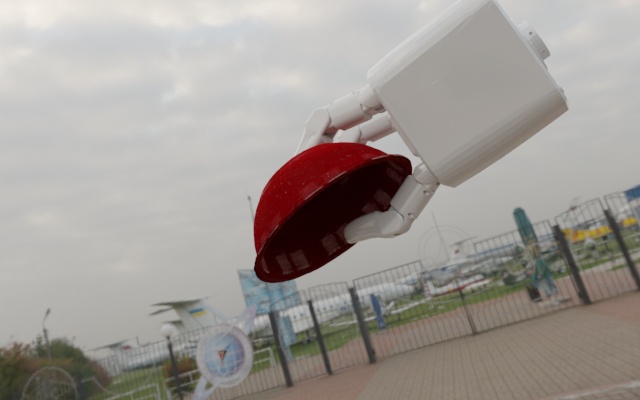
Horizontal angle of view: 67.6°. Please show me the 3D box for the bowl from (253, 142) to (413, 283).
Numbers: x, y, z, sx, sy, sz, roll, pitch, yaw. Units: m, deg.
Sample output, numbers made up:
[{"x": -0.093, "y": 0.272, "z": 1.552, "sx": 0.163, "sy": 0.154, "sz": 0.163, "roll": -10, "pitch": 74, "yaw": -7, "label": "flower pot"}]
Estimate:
[{"x": -0.001, "y": 0.002, "z": 0.417, "sx": 0.162, "sy": 0.055, "sz": 0.162, "roll": -31, "pitch": -24, "yaw": -16, "label": "bowl"}]
